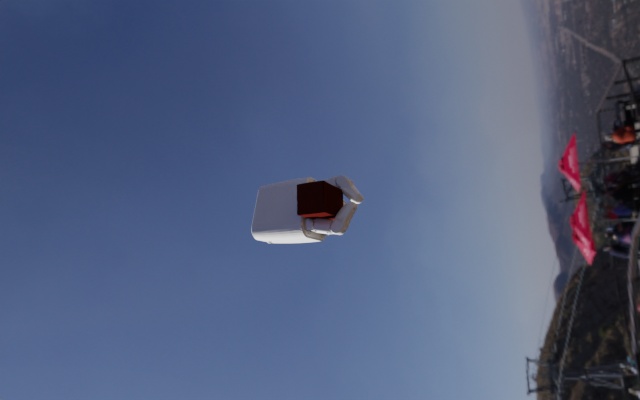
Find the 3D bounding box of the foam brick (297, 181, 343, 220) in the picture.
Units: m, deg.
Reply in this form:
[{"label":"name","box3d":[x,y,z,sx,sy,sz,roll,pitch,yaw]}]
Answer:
[{"label":"foam brick","box3d":[0.000,0.002,0.789,0.051,0.053,0.078,-6,-13,25]}]
